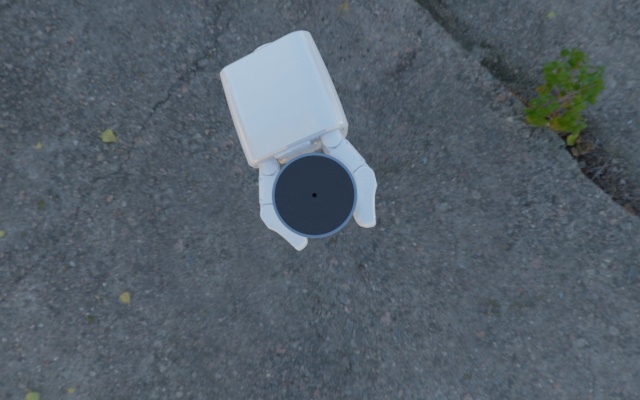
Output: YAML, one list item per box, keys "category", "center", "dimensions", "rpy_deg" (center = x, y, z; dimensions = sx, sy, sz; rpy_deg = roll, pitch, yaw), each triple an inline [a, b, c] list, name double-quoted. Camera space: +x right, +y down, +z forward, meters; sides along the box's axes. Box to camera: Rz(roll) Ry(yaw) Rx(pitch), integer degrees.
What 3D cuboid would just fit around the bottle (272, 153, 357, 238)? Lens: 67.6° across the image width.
- category: "bottle"
  center: [0.000, 0.002, 0.514]
  dimensions: [0.069, 0.069, 0.296]
  rpy_deg: [0, -2, 2]
